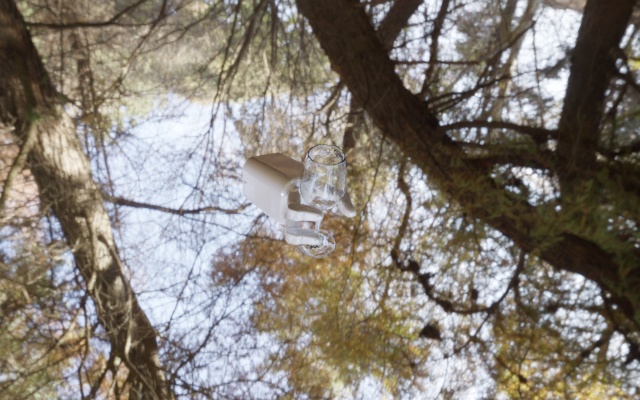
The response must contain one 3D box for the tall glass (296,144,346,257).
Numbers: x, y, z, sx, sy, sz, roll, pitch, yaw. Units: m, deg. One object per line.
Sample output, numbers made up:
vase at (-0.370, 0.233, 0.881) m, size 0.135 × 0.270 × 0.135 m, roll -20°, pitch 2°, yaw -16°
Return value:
tall glass at (0.000, 0.003, 0.831) m, size 0.079 × 0.201 × 0.079 m, roll 5°, pitch 39°, yaw -4°
